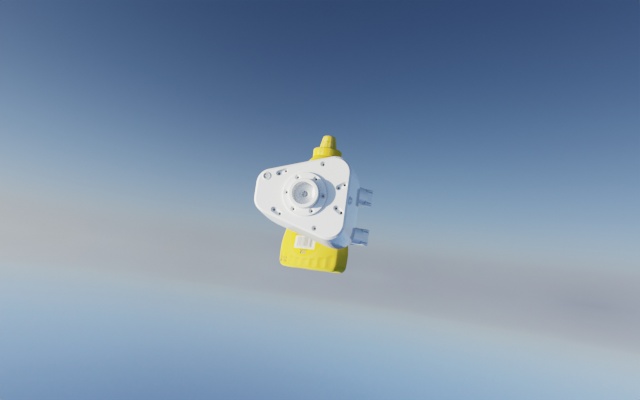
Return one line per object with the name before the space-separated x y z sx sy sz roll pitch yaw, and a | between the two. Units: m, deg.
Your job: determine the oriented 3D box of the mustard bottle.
mustard bottle | 0.000 0.003 0.676 0.096 0.191 0.058 2 -9 34
